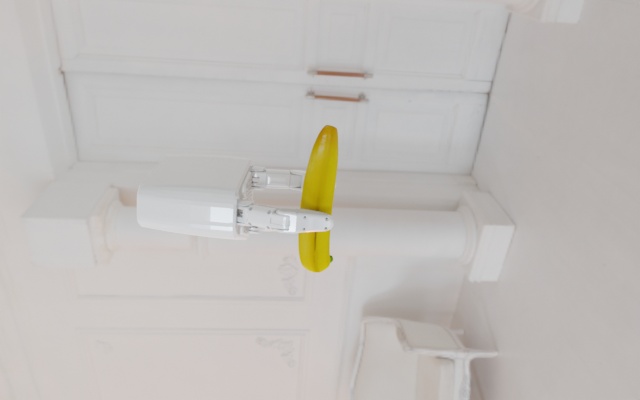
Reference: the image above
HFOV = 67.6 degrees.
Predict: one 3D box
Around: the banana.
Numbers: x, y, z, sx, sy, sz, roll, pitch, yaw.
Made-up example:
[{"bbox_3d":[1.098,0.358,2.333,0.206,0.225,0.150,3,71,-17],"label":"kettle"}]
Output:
[{"bbox_3d":[-0.003,0.015,0.538,0.037,0.198,0.069,8,36,7],"label":"banana"}]
